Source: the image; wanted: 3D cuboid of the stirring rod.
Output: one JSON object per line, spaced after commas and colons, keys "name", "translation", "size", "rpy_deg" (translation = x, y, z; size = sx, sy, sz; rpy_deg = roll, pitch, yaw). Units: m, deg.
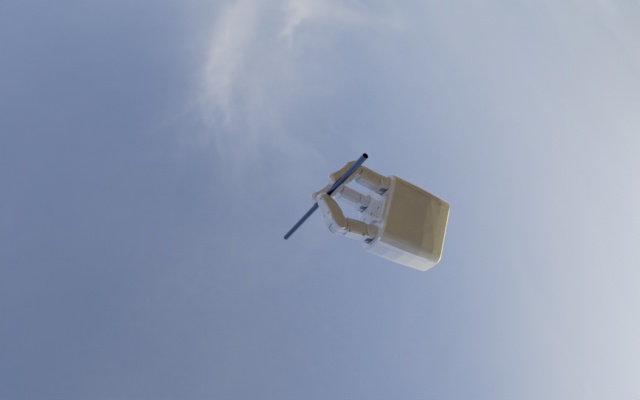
{"name": "stirring rod", "translation": [0.000, 0.002, 0.682], "size": [0.011, 0.011, 0.240], "rpy_deg": [0, -29, -32]}
